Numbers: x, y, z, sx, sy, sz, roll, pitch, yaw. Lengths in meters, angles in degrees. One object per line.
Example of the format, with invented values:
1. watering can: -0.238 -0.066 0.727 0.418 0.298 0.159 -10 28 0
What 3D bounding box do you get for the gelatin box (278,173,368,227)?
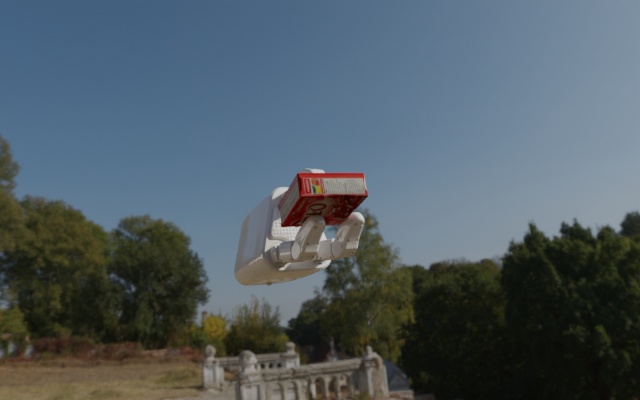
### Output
1. gelatin box: 0.000 0.001 0.513 0.073 0.030 0.089 -1 -23 -20
